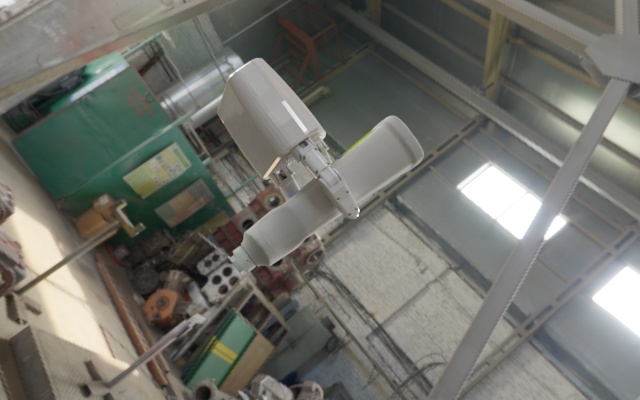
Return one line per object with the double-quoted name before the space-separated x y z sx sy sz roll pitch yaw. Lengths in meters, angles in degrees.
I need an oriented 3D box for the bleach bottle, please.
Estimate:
"bleach bottle" 0.000 0.002 0.571 0.251 0.068 0.102 -37 -1 -10
